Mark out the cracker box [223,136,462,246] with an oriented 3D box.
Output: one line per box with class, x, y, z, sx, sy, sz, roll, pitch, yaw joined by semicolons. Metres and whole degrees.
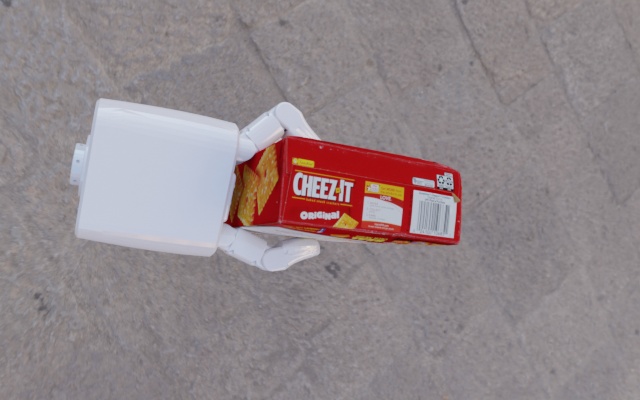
cracker box;0.000;0.002;0.456;0.164;0.072;0.214;8;-7;-25
